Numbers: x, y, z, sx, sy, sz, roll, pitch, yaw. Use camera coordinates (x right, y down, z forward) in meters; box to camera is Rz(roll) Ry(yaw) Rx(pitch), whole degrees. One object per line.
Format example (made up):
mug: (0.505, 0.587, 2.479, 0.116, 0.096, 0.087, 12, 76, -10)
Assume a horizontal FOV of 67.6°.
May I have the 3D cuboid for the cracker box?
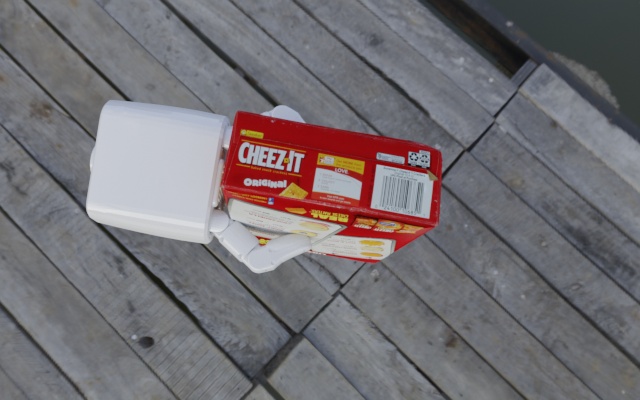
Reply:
cracker box: (0.000, 0.002, 0.453, 0.164, 0.072, 0.214, 10, -16, -4)
